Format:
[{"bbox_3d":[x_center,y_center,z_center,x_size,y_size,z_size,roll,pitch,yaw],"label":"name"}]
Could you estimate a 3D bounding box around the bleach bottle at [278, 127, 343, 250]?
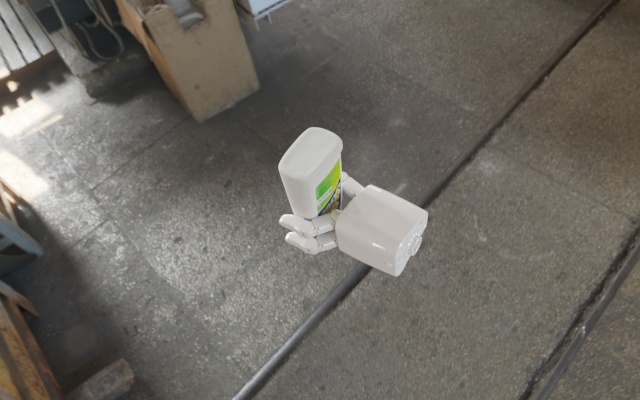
[{"bbox_3d":[0.000,0.003,0.783,0.068,0.102,0.251,27,-26,25],"label":"bleach bottle"}]
